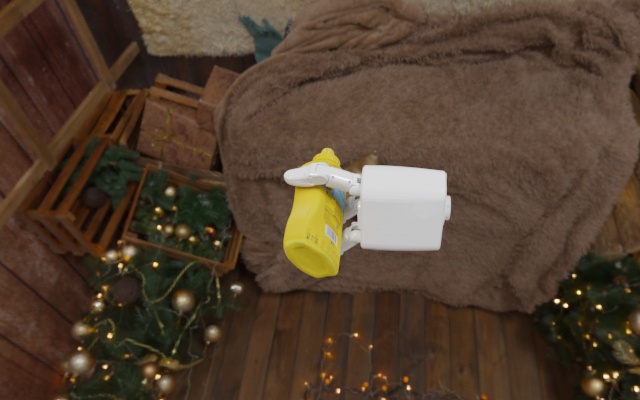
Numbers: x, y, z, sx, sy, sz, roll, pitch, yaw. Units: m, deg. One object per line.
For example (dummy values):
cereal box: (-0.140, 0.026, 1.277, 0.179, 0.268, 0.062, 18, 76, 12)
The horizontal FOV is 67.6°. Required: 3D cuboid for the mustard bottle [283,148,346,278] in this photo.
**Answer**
mustard bottle: (0.000, 0.002, 0.661, 0.058, 0.191, 0.096, -13, -42, 27)
